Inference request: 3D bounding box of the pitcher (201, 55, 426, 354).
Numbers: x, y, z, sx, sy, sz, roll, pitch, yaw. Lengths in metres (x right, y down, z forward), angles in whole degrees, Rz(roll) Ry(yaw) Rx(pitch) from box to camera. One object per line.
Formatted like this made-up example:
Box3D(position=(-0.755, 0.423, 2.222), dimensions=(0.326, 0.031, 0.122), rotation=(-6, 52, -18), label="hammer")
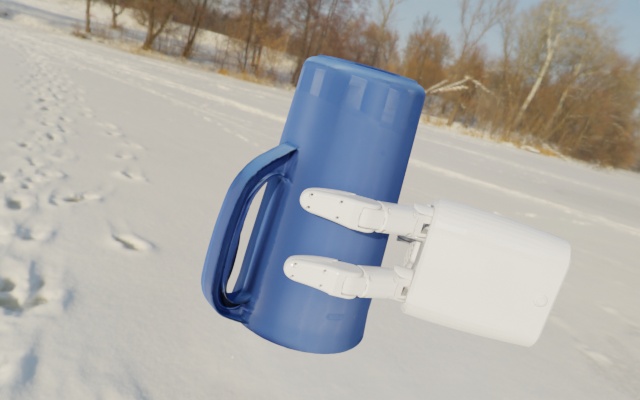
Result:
Box3D(position=(0.000, 0.001, 0.426), dimensions=(0.145, 0.243, 0.149), rotation=(17, 13, 6), label="pitcher")
